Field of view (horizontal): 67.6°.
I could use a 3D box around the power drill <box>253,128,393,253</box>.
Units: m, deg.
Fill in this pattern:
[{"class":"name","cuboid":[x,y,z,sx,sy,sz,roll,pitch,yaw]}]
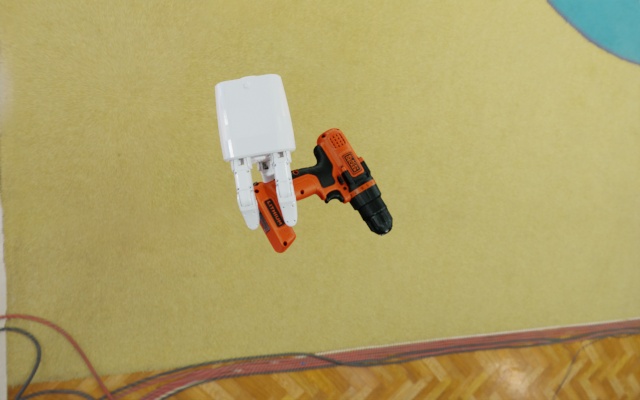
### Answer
[{"class":"power drill","cuboid":[0.000,0.002,0.715,0.187,0.184,0.057,-29,-7,-23]}]
